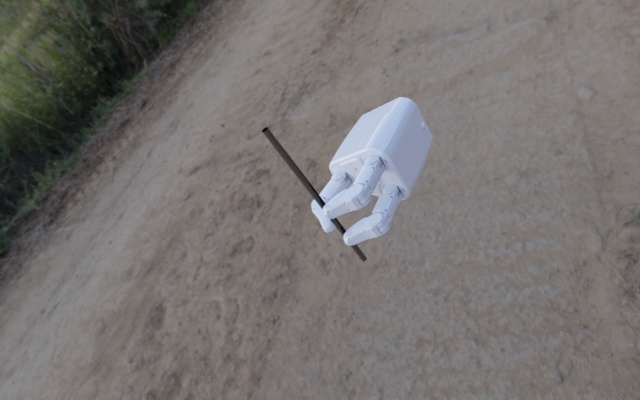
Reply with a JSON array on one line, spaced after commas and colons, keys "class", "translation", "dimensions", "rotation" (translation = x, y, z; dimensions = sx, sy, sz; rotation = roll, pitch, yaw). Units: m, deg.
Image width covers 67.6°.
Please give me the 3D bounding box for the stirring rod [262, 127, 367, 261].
[{"class": "stirring rod", "translation": [0.000, 0.002, 0.583], "dimensions": [0.011, 0.011, 0.240], "rotation": [0, -40, 41]}]
